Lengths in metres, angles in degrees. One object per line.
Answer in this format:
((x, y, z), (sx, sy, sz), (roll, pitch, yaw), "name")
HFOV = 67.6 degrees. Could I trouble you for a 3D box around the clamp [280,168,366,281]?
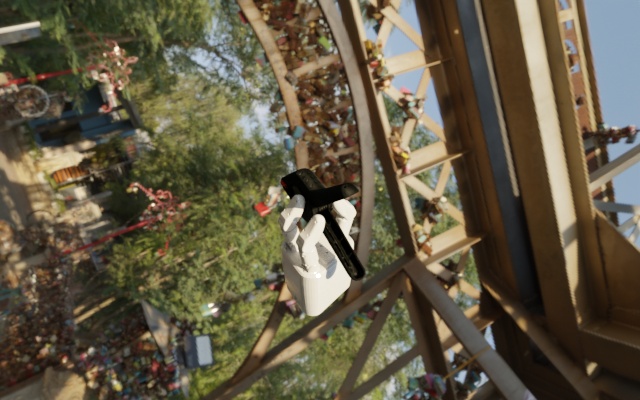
((0.001, 0.002, 0.714), (0.036, 0.165, 0.210), (-24, 45, -23), "clamp")
